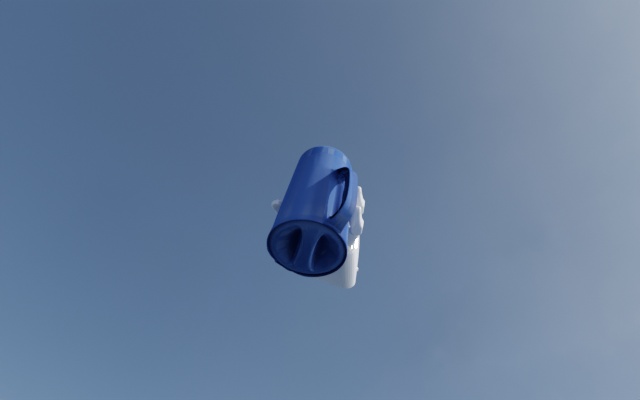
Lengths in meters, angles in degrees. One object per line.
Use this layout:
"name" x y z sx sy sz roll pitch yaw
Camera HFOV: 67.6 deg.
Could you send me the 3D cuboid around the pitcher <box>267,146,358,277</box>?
"pitcher" 0.000 0.003 0.857 0.149 0.145 0.242 0 40 10
